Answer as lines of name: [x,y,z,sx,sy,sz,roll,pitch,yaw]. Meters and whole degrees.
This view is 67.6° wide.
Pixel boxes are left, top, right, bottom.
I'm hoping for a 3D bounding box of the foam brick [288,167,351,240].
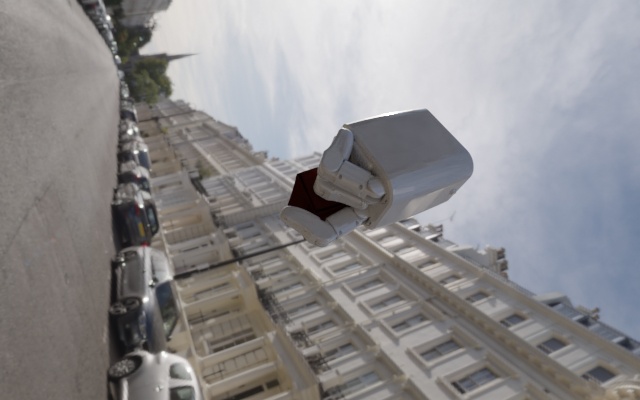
foam brick: [0.000,0.002,0.546,0.051,0.053,0.078,-18,-21,-20]
